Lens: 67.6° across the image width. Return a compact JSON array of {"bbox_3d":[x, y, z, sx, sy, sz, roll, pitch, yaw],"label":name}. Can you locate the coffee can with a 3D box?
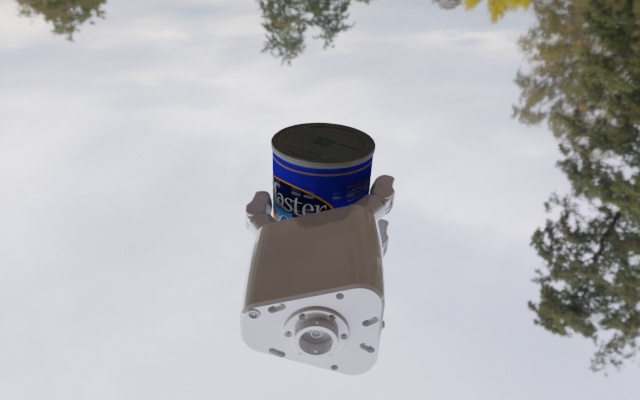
[{"bbox_3d":[0.000,0.001,0.502,0.103,0.140,0.102,2,29,-1],"label":"coffee can"}]
